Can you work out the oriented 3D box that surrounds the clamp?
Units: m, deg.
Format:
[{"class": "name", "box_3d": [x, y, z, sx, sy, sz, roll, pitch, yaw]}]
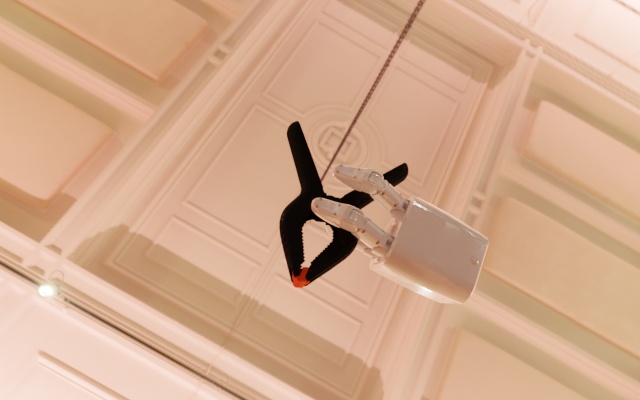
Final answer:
[{"class": "clamp", "box_3d": [0.000, 0.003, 0.577, 0.164, 0.210, 0.036, 27, -28, 3]}]
